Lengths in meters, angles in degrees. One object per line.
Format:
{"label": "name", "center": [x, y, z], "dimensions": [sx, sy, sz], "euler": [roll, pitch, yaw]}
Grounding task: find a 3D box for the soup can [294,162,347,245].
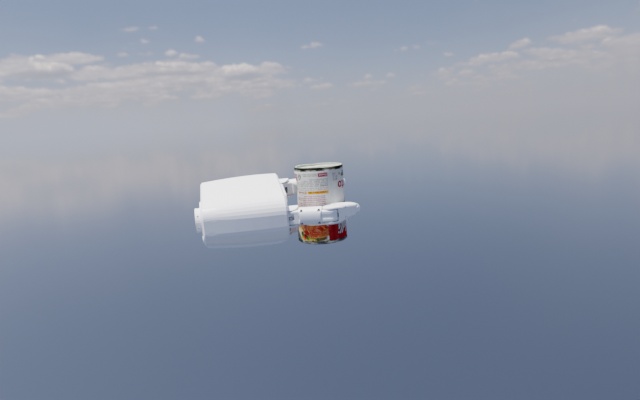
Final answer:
{"label": "soup can", "center": [0.001, 0.002, 0.653], "dimensions": [0.068, 0.102, 0.068], "euler": [-4, 10, 1]}
